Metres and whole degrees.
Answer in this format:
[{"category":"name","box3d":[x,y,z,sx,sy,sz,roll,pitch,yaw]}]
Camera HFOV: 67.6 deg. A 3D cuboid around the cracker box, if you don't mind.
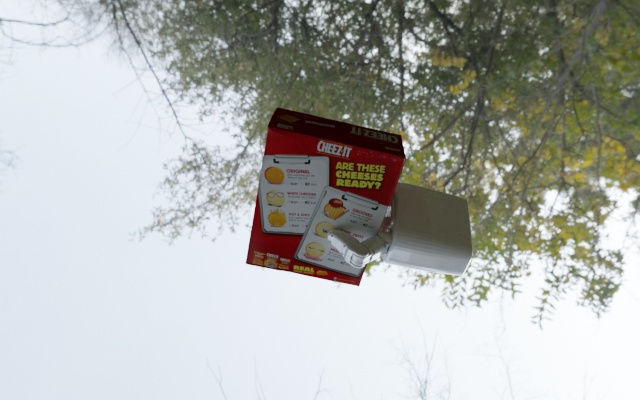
[{"category":"cracker box","box3d":[0.000,0.002,0.624,0.164,0.214,0.072,12,34,-4]}]
